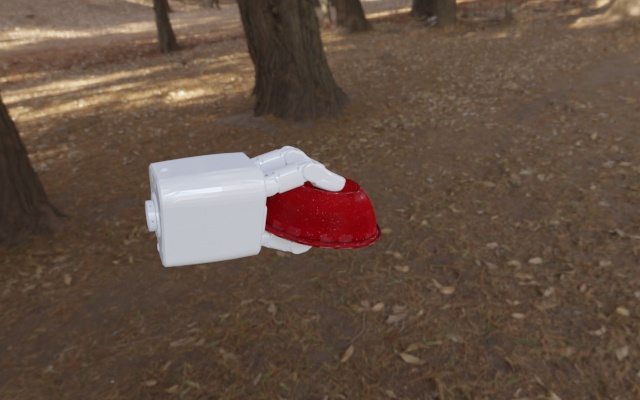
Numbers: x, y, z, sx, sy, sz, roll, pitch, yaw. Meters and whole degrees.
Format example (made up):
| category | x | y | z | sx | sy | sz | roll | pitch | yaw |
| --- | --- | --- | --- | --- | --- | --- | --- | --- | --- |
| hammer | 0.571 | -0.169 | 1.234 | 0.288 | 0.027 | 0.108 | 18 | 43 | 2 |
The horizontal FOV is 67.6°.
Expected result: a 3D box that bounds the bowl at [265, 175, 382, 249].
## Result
| category | x | y | z | sx | sy | sz | roll | pitch | yaw |
| --- | --- | --- | --- | --- | --- | --- | --- | --- | --- |
| bowl | 0.001 | 0.001 | 0.586 | 0.162 | 0.055 | 0.162 | 9 | 17 | -3 |
